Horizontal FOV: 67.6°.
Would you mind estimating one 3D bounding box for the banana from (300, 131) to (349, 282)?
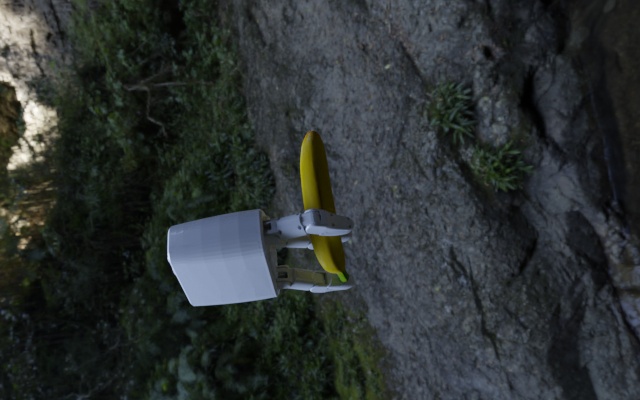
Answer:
[{"bbox_3d":[-0.001,0.002,0.580,0.037,0.197,0.069,-11,-9,3],"label":"banana"}]
